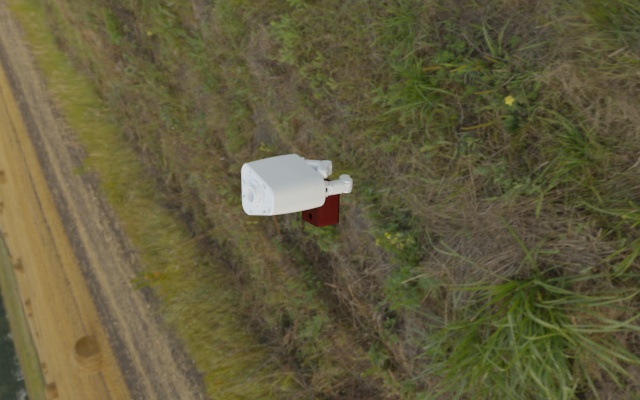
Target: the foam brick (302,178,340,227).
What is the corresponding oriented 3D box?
[{"bbox_3d":[0.000,0.003,0.879,0.051,0.078,0.053,-13,24,-36],"label":"foam brick"}]
